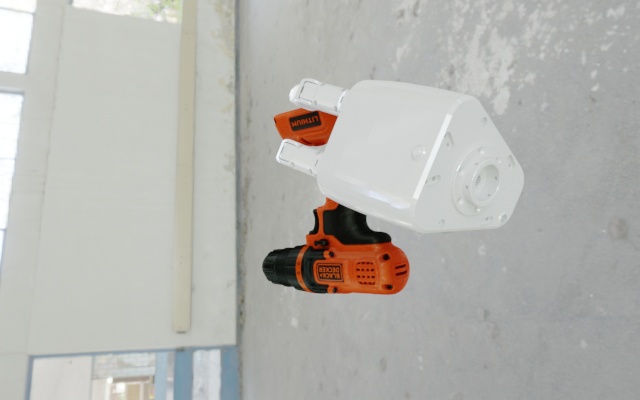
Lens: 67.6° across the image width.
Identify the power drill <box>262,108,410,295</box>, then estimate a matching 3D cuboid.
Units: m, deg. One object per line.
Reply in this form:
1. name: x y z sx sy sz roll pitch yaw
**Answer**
1. power drill: 0.000 0.001 0.484 0.184 0.187 0.057 -6 2 42
